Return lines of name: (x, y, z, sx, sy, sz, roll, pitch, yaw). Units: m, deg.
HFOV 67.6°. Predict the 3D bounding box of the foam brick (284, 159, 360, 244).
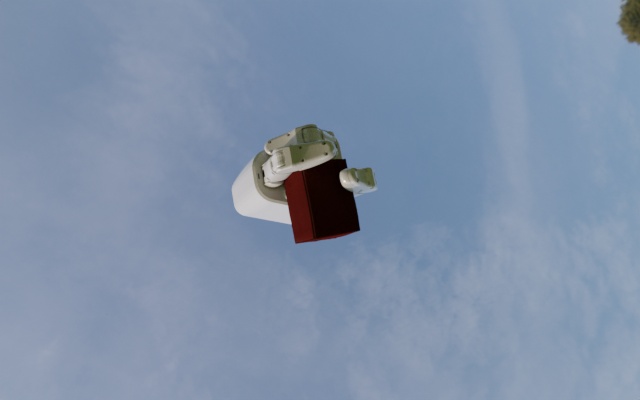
foam brick: (0.000, 0.002, 0.487, 0.053, 0.078, 0.051, -6, -10, -27)
